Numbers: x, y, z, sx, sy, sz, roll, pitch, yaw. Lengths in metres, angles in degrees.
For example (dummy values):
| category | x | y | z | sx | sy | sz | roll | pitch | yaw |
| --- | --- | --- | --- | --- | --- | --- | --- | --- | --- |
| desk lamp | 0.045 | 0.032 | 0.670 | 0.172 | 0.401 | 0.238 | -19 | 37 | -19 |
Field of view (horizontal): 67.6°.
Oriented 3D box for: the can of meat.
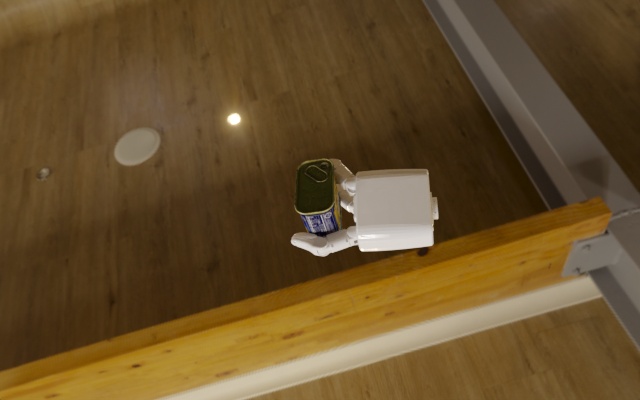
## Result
| category | x | y | z | sx | sy | sz | roll | pitch | yaw |
| --- | --- | --- | --- | --- | --- | --- | --- | --- | --- |
| can of meat | 0.000 | 0.003 | 0.719 | 0.057 | 0.102 | 0.084 | -8 | -39 | 9 |
